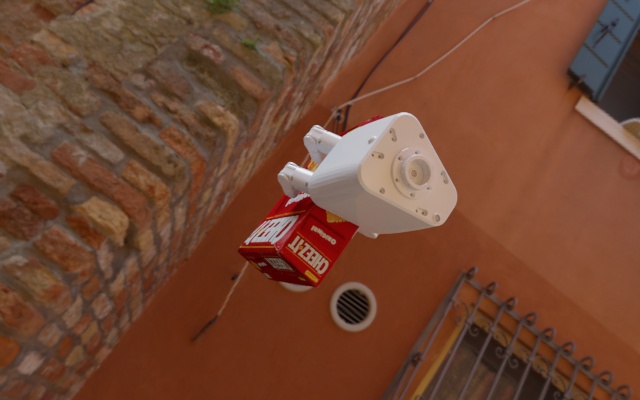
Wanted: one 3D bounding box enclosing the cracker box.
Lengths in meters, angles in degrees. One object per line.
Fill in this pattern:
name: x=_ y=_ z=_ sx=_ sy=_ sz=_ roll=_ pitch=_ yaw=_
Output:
cracker box: x=0.000 y=0.002 z=0.616 sx=0.072 sy=0.213 sz=0.164 roll=43 pitch=-21 yaw=-15
